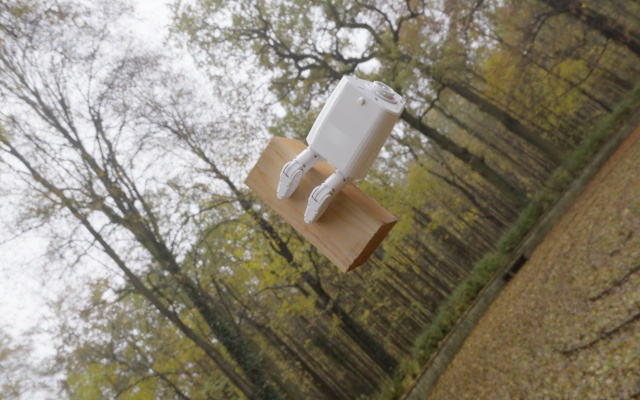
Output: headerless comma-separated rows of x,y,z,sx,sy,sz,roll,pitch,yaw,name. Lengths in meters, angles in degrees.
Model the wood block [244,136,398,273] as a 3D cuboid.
0.000,0.002,0.715,0.206,0.090,0.091,40,18,17,wood block
